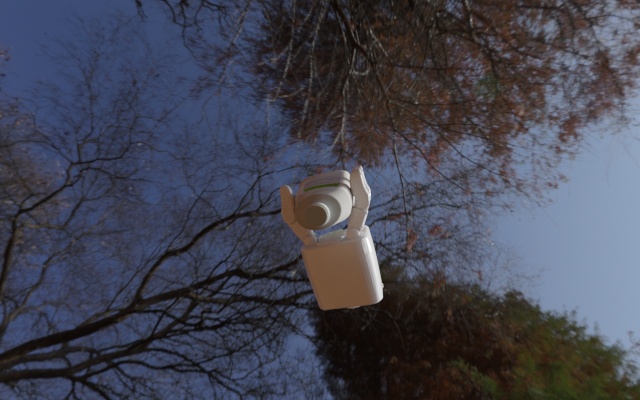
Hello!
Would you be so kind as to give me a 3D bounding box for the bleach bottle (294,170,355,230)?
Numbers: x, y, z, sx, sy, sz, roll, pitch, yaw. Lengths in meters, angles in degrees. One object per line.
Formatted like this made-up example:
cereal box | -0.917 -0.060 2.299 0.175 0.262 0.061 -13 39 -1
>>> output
bleach bottle | 0.000 0.002 0.729 0.102 0.068 0.251 -15 7 9
